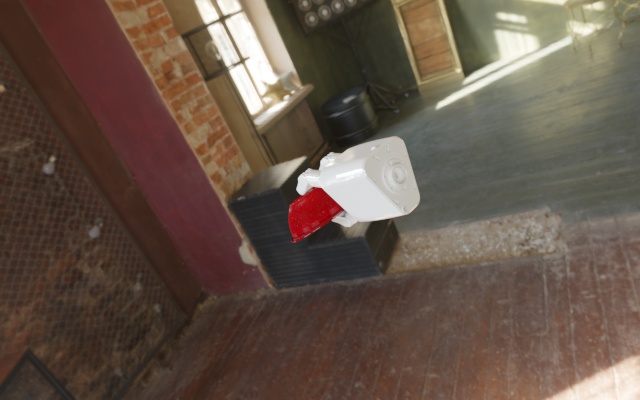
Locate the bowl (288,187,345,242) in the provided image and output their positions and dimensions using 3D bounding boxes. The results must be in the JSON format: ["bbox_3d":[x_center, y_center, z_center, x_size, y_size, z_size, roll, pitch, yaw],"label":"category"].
[{"bbox_3d":[-0.001,0.003,0.821,0.162,0.055,0.162,-36,4,3],"label":"bowl"}]
